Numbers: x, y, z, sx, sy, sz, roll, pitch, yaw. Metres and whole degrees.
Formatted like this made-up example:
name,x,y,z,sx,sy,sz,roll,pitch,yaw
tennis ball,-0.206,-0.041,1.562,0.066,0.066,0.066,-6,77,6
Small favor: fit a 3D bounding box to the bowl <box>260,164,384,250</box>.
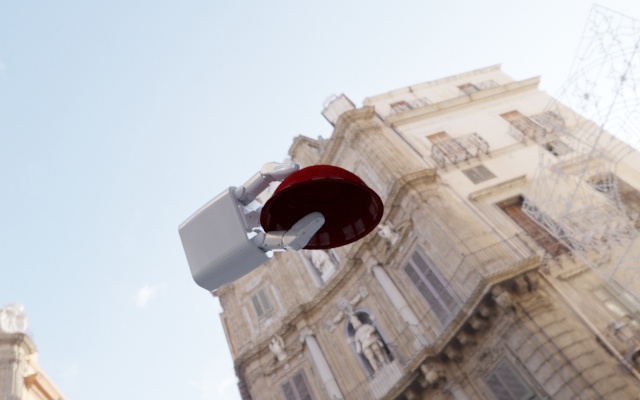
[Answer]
name,x,y,z,sx,sy,sz,roll,pitch,yaw
bowl,0.001,0.001,0.635,0.162,0.055,0.162,-4,-36,-3
